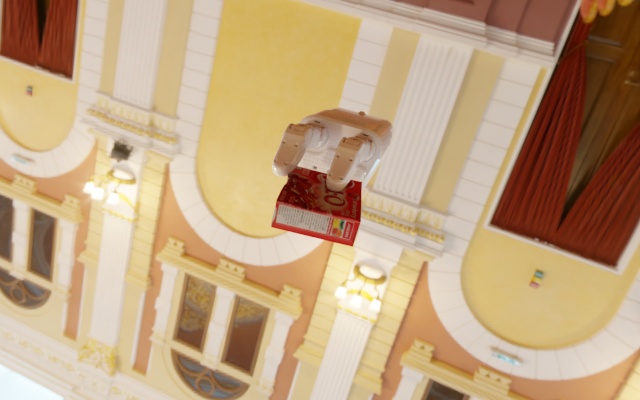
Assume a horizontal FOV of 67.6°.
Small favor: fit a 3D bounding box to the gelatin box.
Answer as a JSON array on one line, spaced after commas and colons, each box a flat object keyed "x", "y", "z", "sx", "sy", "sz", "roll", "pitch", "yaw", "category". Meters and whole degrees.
[{"x": 0.000, "y": 0.002, "z": 0.438, "sx": 0.073, "sy": 0.030, "sz": 0.089, "roll": 14, "pitch": 26, "yaw": 0, "category": "gelatin box"}]
